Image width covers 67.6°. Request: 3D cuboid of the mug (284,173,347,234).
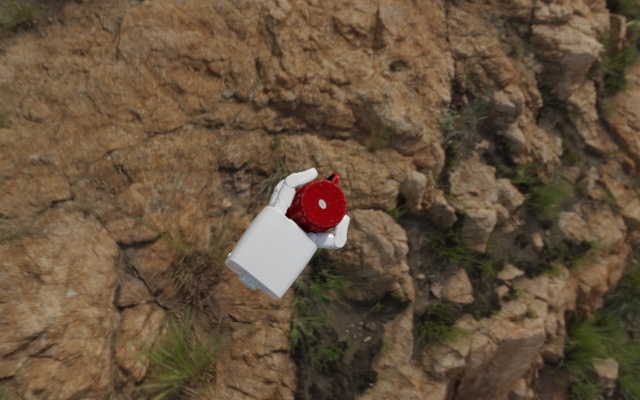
[{"bbox_3d":[0.001,0.002,0.804,0.093,0.117,0.081,37,-19,-9],"label":"mug"}]
